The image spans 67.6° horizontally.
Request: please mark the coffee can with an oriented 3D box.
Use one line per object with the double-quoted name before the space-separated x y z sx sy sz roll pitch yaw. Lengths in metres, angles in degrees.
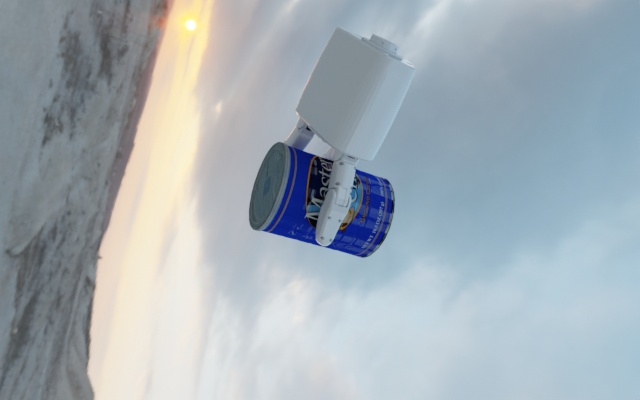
"coffee can" 0.000 0.002 0.559 0.140 0.103 0.103 17 -7 -23
